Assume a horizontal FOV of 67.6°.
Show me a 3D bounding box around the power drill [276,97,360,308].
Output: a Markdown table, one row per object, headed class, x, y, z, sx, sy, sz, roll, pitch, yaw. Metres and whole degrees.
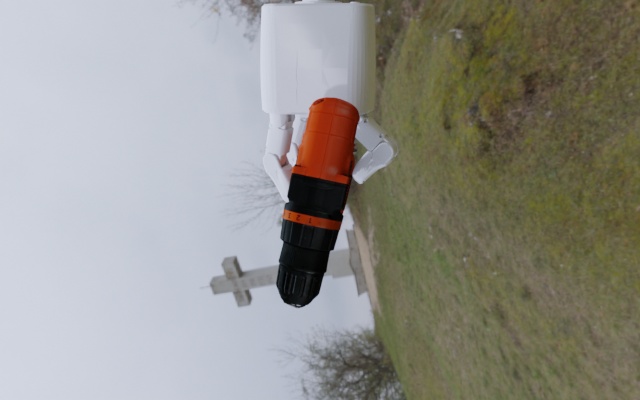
| class | x | y | z | sx | sy | sz | roll | pitch | yaw |
| --- | --- | --- | --- | --- | --- | --- | --- | --- | --- |
| power drill | 0.000 | 0.001 | 0.485 | 0.057 | 0.184 | 0.187 | 14 | 2 | 1 |
